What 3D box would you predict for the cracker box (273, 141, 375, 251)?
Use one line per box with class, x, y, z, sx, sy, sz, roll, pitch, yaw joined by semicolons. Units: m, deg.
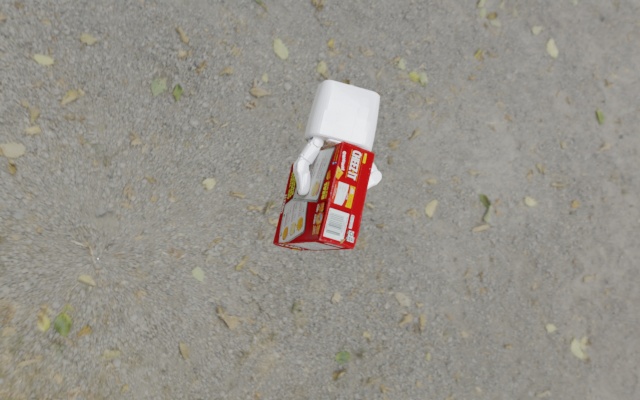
cracker box;0.000;0.003;0.833;0.072;0.164;0.214;18;-13;-22
